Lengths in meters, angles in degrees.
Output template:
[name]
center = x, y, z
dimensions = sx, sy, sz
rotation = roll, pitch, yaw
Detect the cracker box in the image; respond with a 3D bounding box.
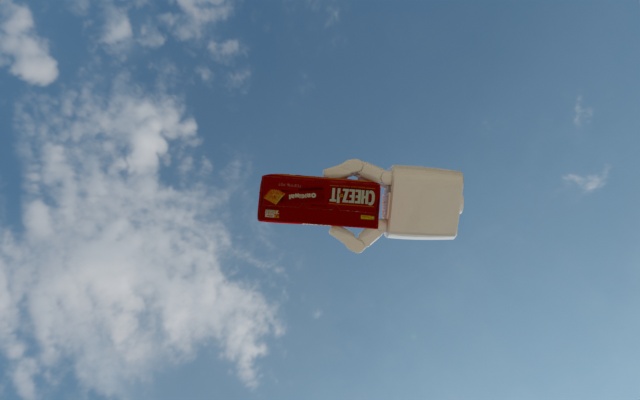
[cracker box]
center = 0.000, 0.003, 0.740
dimensions = 0.164, 0.072, 0.214
rotation = 3, -1, 1
